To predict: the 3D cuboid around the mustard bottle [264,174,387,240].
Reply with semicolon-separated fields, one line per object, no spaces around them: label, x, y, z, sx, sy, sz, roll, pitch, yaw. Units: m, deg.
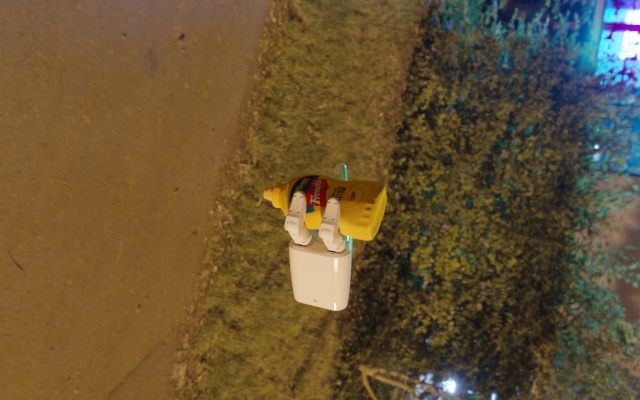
mustard bottle;0.000;0.002;0.742;0.191;0.096;0.058;9;-38;20
